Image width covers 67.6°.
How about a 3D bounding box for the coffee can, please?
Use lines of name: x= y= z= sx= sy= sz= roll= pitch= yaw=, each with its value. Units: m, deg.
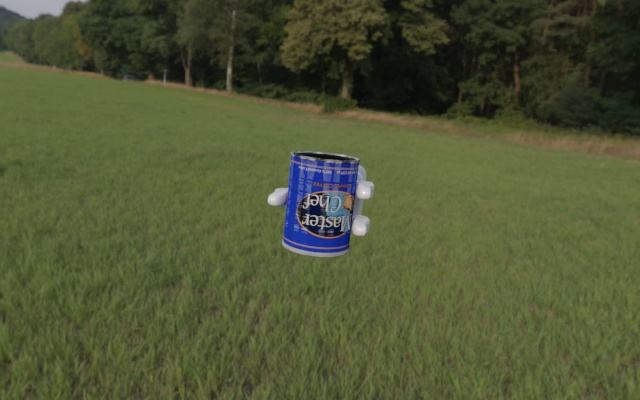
coffee can: x=0.000 y=0.003 z=0.712 sx=0.103 sy=0.140 sz=0.103 roll=6 pitch=11 yaw=-1
